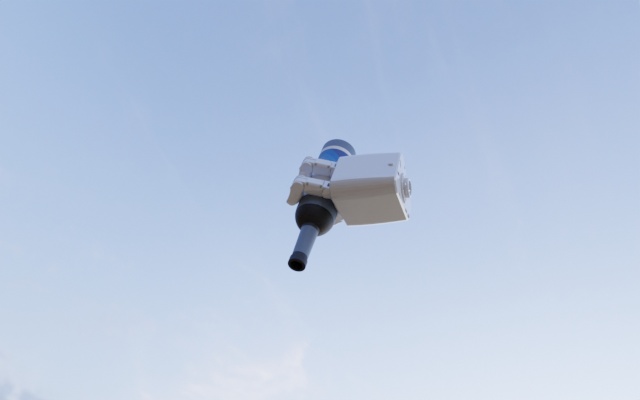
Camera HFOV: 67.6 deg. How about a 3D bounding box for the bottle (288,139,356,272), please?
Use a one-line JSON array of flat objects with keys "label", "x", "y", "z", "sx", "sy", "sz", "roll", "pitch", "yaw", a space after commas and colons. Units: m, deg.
[{"label": "bottle", "x": 0.000, "y": 0.002, "z": 0.801, "sx": 0.069, "sy": 0.069, "sz": 0.295, "roll": 0, "pitch": 39, "yaw": 18}]
